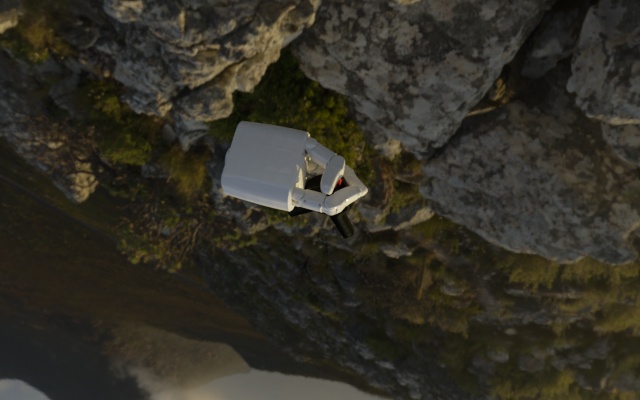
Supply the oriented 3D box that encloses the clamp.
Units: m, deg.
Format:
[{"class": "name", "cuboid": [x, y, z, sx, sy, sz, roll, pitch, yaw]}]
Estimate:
[{"class": "clamp", "cuboid": [0.000, 0.003, 0.761, 0.120, 0.039, 0.172, 13, -31, 7]}]
